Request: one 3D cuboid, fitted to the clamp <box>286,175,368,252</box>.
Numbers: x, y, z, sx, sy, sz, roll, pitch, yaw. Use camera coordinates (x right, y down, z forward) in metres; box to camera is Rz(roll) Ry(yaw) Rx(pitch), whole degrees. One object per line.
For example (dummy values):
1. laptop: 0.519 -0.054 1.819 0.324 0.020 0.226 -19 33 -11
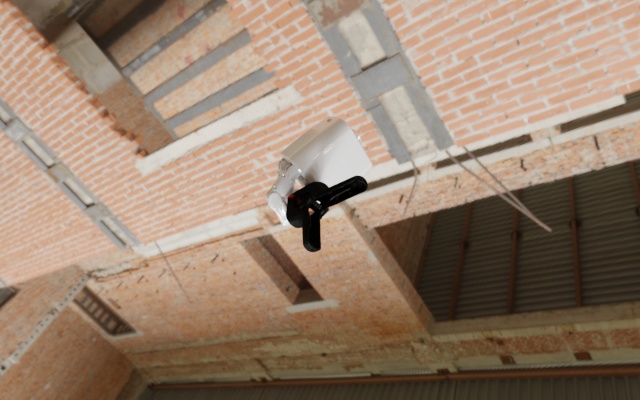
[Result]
1. clamp: 0.000 0.003 0.682 0.120 0.039 0.171 -43 24 -4
